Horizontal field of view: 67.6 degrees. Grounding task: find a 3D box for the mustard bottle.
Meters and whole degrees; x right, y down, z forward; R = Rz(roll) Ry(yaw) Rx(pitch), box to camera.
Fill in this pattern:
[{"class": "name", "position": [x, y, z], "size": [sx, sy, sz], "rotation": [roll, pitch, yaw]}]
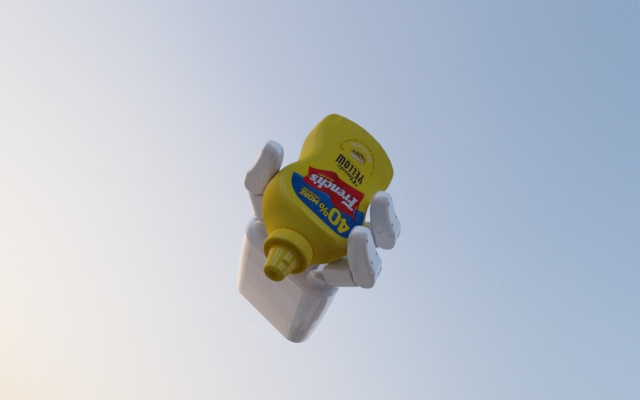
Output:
[{"class": "mustard bottle", "position": [0.000, 0.001, 0.440], "size": [0.058, 0.096, 0.191], "rotation": [-36, 14, 44]}]
